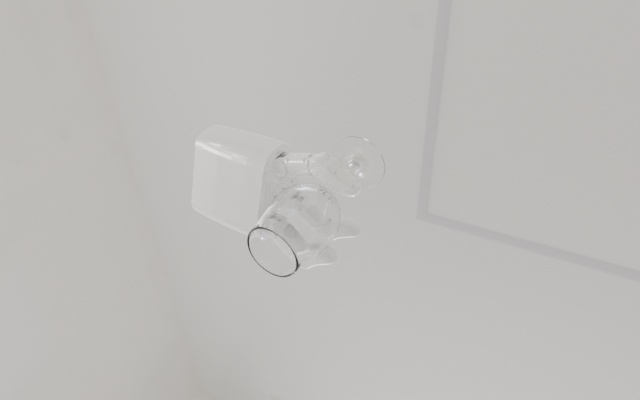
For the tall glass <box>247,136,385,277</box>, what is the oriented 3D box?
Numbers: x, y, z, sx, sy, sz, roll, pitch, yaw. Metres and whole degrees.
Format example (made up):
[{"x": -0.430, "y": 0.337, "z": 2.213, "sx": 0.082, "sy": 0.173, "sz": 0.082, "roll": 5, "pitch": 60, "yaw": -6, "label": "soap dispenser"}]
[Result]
[{"x": 0.001, "y": 0.001, "z": 0.547, "sx": 0.079, "sy": 0.079, "sz": 0.201, "roll": 0, "pitch": 31, "yaw": 35, "label": "tall glass"}]
